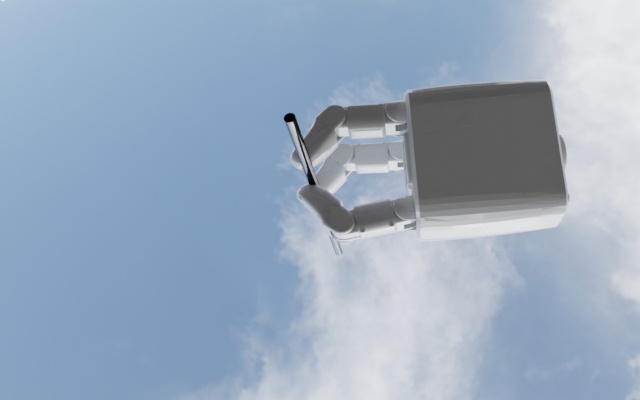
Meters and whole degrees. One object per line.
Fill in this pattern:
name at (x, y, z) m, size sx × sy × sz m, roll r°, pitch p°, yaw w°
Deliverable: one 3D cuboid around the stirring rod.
stirring rod at (0.000, 0.001, 0.417) m, size 0.011 × 0.011 × 0.240 m, roll 0°, pitch -28°, yaw 11°
